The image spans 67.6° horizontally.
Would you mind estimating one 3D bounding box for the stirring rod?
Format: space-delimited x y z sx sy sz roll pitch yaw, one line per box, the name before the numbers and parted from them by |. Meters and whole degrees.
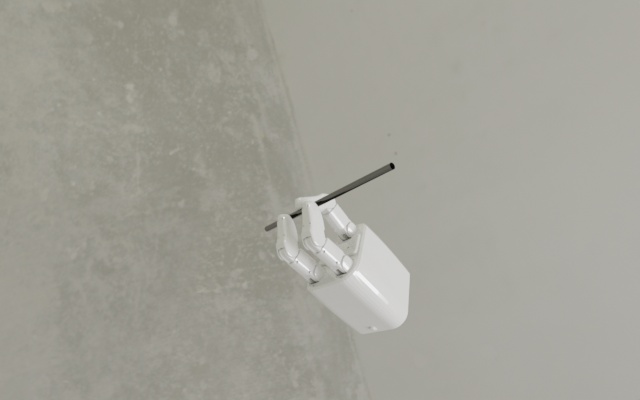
stirring rod | 0.000 0.002 0.588 0.011 0.011 0.239 0 -19 -41
